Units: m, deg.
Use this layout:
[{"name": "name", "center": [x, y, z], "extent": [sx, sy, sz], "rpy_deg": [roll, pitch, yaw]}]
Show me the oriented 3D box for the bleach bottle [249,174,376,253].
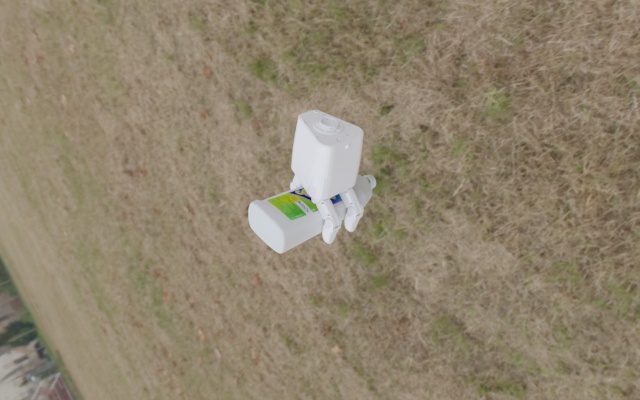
[{"name": "bleach bottle", "center": [0.000, 0.003, 0.867], "extent": [0.250, 0.068, 0.102], "rpy_deg": [-26, 51, -35]}]
